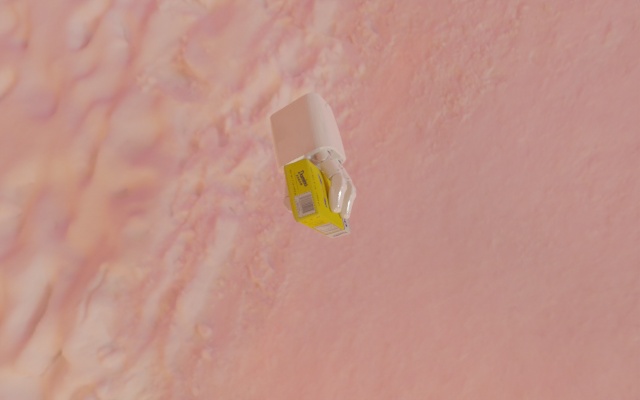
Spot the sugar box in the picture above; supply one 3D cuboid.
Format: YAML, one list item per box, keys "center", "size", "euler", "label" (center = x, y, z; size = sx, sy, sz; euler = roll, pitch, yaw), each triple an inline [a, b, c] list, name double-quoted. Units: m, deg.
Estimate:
- center: [0.001, 0.002, 0.785]
  size: [0.048, 0.093, 0.176]
  euler: [-18, -17, 18]
  label: "sugar box"
